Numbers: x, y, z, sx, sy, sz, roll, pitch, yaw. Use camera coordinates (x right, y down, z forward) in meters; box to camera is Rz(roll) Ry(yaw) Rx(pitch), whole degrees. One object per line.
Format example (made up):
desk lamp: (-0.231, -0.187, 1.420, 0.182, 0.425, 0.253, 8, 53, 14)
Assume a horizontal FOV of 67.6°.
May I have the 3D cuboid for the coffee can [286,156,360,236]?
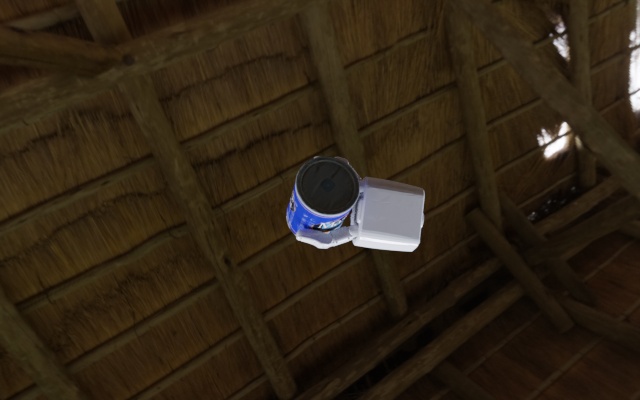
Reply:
coffee can: (0.000, 0.003, 0.809, 0.103, 0.102, 0.140, 0, -23, -11)
